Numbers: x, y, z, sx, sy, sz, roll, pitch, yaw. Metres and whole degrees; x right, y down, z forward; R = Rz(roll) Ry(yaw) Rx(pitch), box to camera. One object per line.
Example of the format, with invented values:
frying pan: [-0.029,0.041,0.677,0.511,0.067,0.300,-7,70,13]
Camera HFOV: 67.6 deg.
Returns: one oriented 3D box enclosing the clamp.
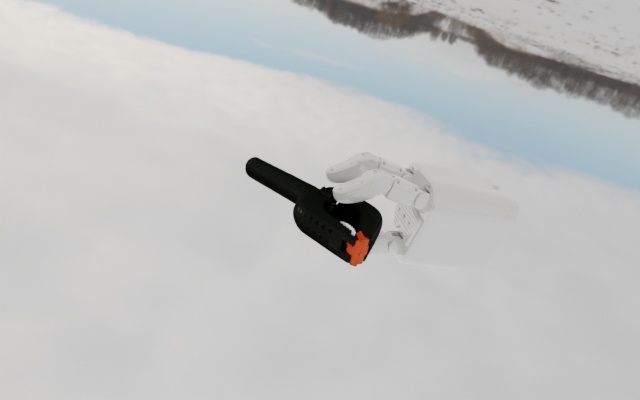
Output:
clamp: [0.000,0.003,0.524,0.164,0.036,0.210,6,24,-12]
